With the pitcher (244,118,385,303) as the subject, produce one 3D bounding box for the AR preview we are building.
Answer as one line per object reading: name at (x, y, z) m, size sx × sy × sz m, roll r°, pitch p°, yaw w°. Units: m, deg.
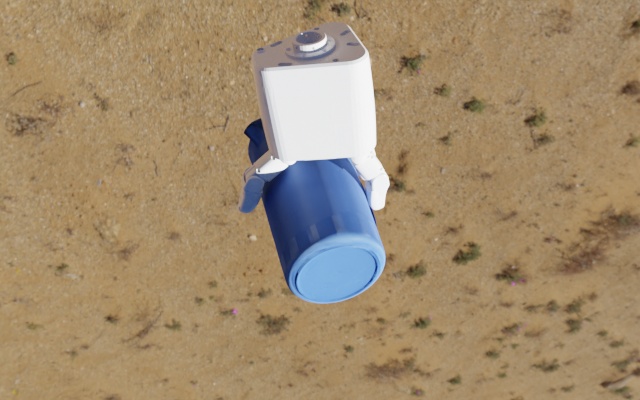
pitcher at (0.000, 0.002, 0.582) m, size 0.149 × 0.145 × 0.242 m, roll -12°, pitch 43°, yaw -6°
